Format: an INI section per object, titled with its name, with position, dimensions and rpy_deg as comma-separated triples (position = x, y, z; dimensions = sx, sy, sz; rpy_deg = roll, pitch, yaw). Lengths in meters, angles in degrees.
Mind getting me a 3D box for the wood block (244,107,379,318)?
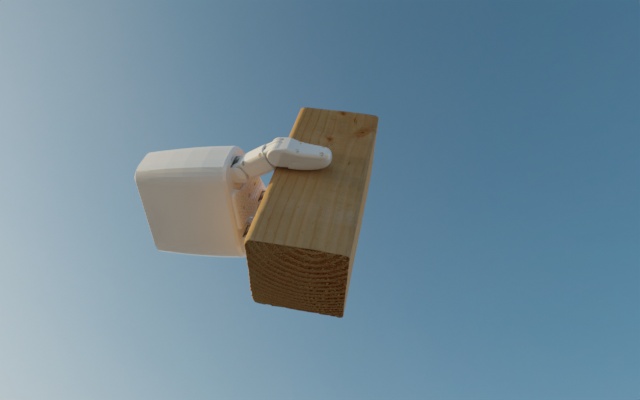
[wood block]
position = 0.000, 0.001, 0.486
dimensions = 0.090, 0.091, 0.206
rpy_deg = 8, 44, 8
